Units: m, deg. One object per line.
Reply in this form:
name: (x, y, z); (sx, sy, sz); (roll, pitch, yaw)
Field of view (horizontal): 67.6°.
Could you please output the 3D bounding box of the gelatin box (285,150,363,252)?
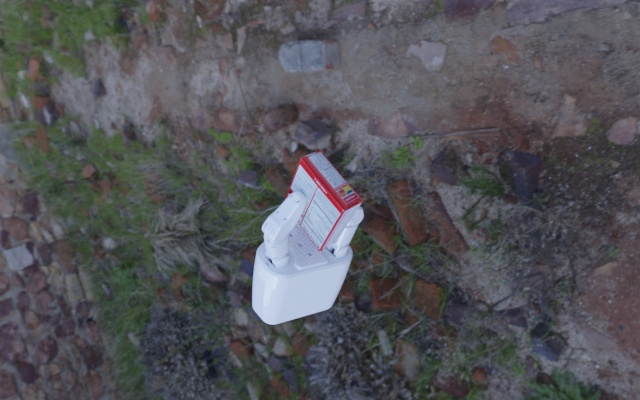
gelatin box: (0.000, 0.002, 0.513); (0.030, 0.073, 0.089); (-27, -21, -31)
